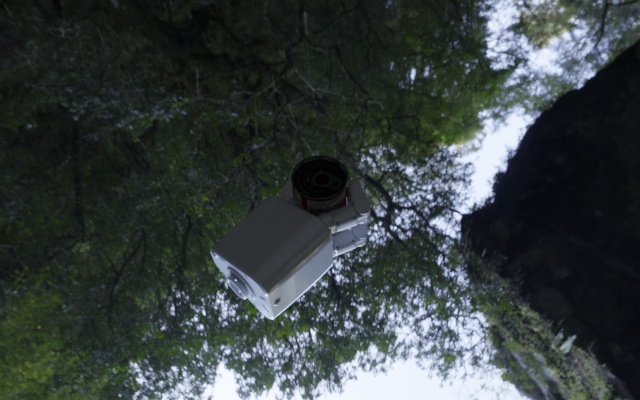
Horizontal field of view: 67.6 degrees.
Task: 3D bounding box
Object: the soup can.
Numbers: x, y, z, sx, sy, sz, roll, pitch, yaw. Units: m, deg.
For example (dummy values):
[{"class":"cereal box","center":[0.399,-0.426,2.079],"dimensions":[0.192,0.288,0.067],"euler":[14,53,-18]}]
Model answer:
[{"class":"soup can","center":[0.000,0.002,0.609],"dimensions":[0.068,0.068,0.102],"euler":[0,-38,2]}]
